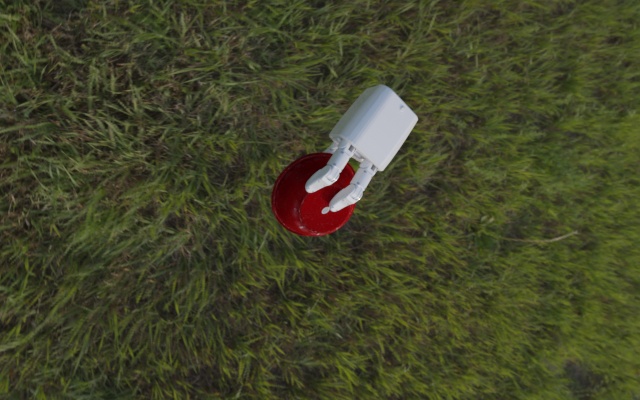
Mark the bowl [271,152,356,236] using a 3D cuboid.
[{"bbox_3d":[0.000,0.004,0.813,0.162,0.162,0.055,0,27,-21],"label":"bowl"}]
